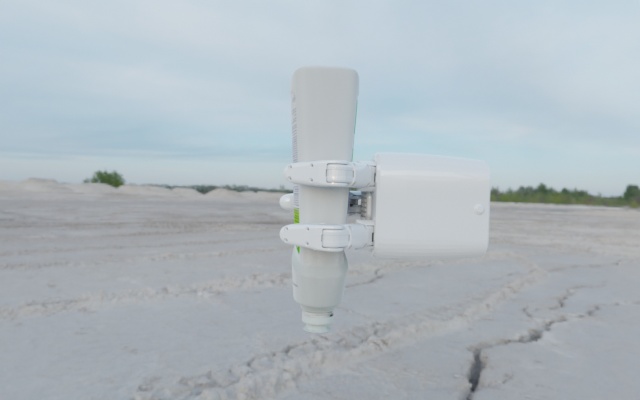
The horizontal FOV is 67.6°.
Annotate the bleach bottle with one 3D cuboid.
[{"bbox_3d":[0.000,0.002,0.478,0.068,0.251,0.102,2,1,-4],"label":"bleach bottle"}]
